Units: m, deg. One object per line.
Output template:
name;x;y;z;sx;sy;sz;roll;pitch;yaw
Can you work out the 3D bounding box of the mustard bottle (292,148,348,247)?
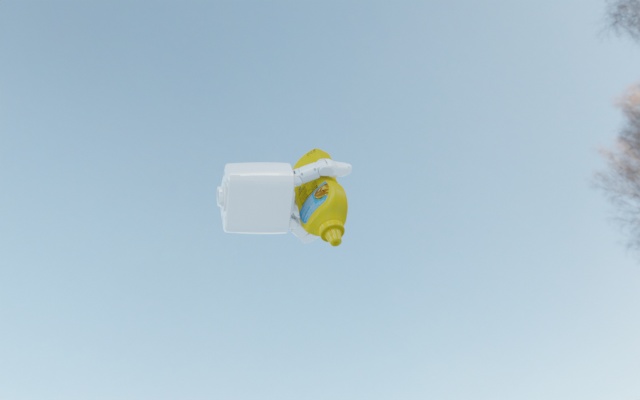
mustard bottle;0.000;0.003;0.803;0.058;0.096;0.191;23;31;-34
